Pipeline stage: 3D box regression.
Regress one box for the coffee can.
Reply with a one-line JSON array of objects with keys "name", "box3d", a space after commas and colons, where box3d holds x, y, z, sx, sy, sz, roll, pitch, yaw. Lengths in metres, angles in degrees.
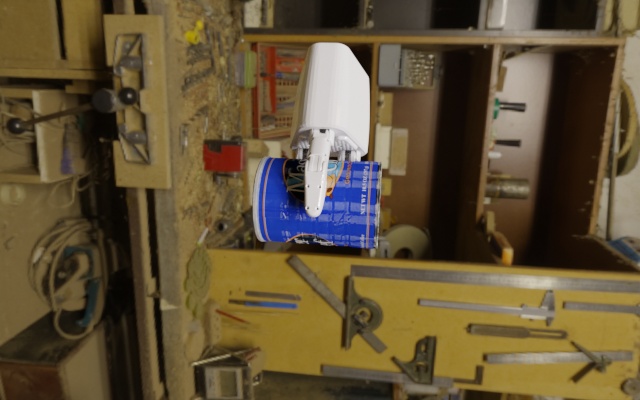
[{"name": "coffee can", "box3d": [0.000, 0.002, 0.568, 0.140, 0.103, 0.103, 3, 0, 7]}]
